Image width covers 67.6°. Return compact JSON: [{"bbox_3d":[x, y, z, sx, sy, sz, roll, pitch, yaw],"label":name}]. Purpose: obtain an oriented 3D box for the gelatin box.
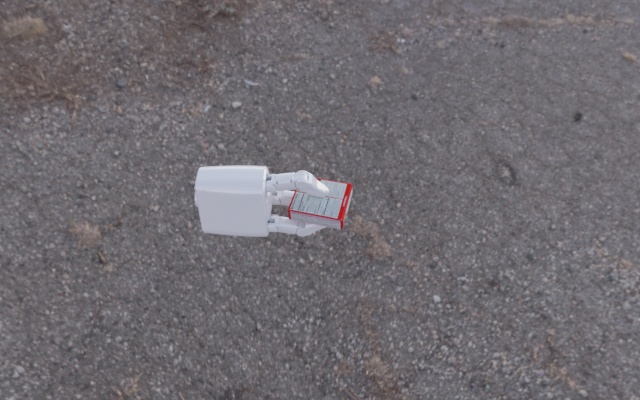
[{"bbox_3d":[0.000,0.002,0.756,0.089,0.073,0.030,10,-36,11],"label":"gelatin box"}]
